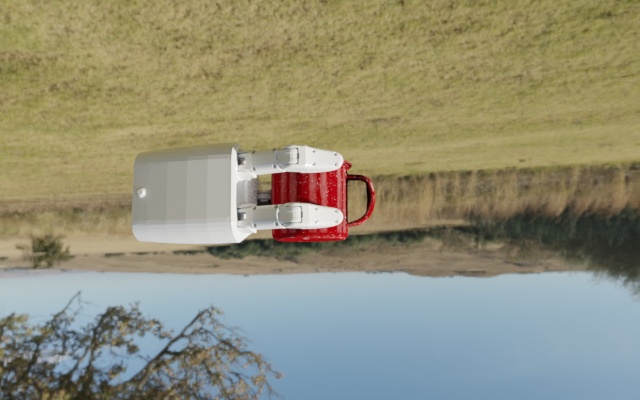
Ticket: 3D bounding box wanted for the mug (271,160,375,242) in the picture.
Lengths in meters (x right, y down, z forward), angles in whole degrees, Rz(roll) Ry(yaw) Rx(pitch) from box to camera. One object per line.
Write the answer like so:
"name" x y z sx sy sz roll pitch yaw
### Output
"mug" 0.002 0.002 0.511 0.117 0.081 0.093 -2 -7 10
